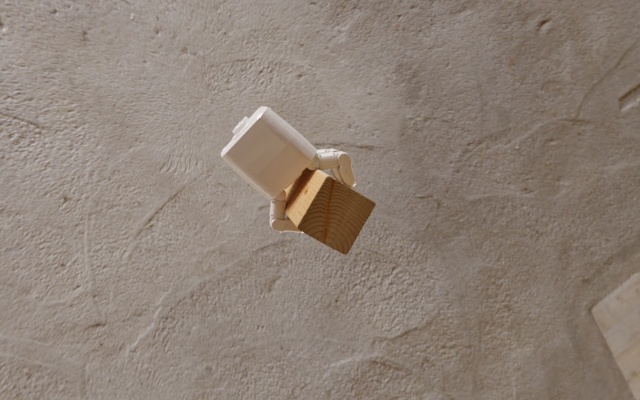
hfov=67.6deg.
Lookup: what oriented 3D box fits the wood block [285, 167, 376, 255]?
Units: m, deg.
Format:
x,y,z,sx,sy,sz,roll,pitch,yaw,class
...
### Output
x,y,z,sx,sy,sz,roll,pitch,yaw,class
0.000,0.003,0.782,0.090,0.091,0.206,29,3,-17,wood block
